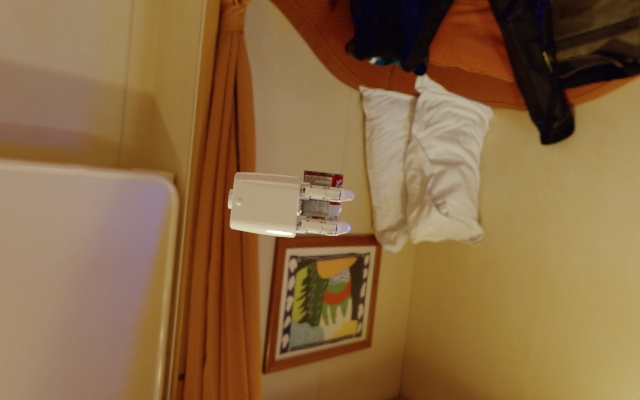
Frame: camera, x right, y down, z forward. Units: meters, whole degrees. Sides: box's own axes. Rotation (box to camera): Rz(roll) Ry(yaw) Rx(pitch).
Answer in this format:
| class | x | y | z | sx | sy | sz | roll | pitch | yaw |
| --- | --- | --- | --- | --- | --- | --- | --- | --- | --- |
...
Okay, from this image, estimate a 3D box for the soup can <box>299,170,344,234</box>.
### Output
| class | x | y | z | sx | sy | sz | roll | pitch | yaw |
| --- | --- | --- | --- | --- | --- | --- | --- | --- | --- |
| soup can | 0.001 | 0.003 | 0.810 | 0.068 | 0.102 | 0.068 | 6 | 3 | 0 |
